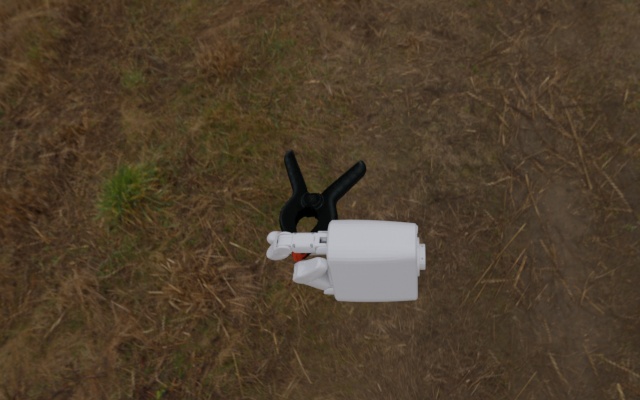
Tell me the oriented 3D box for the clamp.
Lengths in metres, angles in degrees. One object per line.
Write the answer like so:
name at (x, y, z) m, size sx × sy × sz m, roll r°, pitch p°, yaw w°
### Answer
clamp at (0.000, 0.002, 0.656) m, size 0.120 × 0.171 × 0.039 m, roll -1°, pitch -29°, yaw 11°
